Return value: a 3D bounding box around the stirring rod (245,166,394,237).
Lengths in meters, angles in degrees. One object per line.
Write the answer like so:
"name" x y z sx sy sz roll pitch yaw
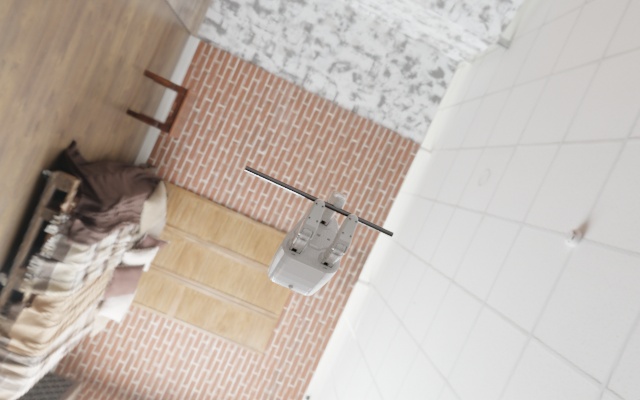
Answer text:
"stirring rod" 0.000 0.002 0.706 0.239 0.011 0.011 25 -3 -7
